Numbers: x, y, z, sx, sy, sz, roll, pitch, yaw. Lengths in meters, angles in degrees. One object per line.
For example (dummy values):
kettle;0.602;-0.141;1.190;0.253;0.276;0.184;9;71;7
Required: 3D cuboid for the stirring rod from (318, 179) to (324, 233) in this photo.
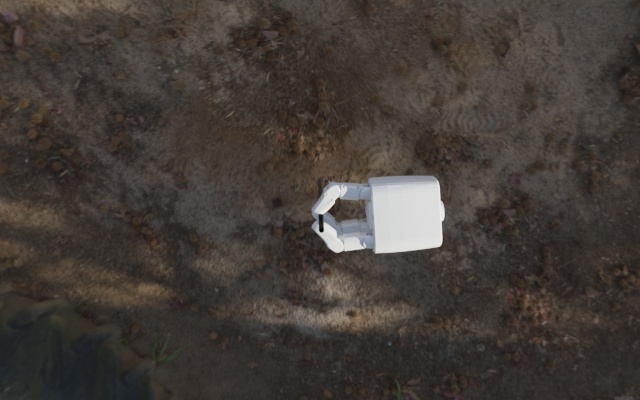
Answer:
stirring rod;0.000;0.003;0.809;0.011;0.011;0.239;0;20;-1
